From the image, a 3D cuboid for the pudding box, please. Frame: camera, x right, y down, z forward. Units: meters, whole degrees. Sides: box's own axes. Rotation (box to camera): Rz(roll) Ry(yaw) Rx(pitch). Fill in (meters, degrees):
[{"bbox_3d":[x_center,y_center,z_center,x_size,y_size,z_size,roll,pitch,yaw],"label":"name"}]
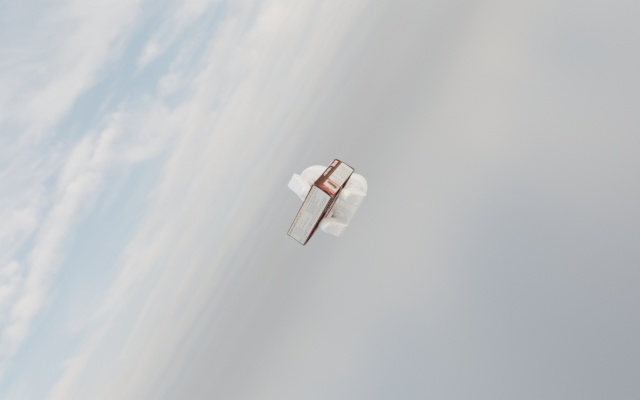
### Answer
[{"bbox_3d":[0.000,0.002,0.726,0.039,0.114,0.090,31,39,5],"label":"pudding box"}]
